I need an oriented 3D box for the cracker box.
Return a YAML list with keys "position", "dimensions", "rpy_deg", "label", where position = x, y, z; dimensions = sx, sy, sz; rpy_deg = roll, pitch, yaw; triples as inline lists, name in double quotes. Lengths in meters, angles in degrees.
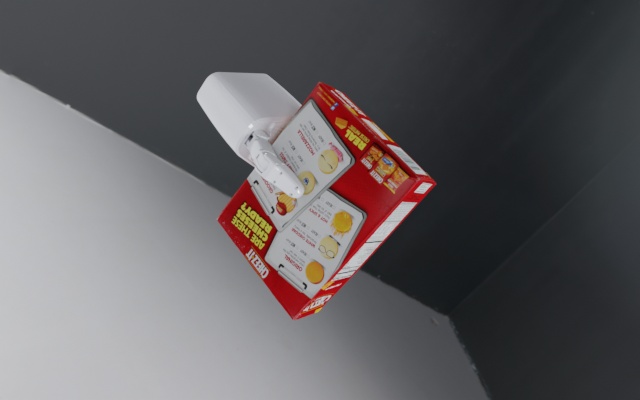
- position: [0.000, 0.002, 0.550]
  dimensions: [0.164, 0.214, 0.072]
  rpy_deg: [48, 21, 24]
  label: "cracker box"
